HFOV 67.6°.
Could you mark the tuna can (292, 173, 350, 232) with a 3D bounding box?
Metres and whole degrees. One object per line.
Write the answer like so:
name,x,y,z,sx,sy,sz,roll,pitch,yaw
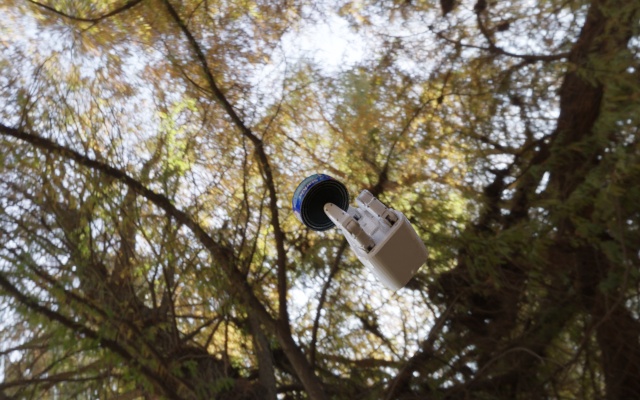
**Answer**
tuna can,0.000,0.002,0.733,0.086,0.086,0.033,0,21,-32
